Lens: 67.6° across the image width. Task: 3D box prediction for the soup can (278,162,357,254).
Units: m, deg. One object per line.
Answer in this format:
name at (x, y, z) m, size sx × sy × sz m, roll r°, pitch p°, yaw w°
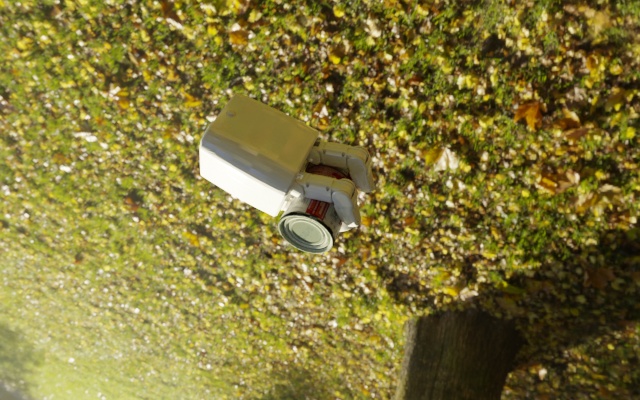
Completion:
soup can at (0.000, 0.002, 0.554) m, size 0.068 × 0.102 × 0.069 m, roll 15°, pitch -40°, yaw 12°
